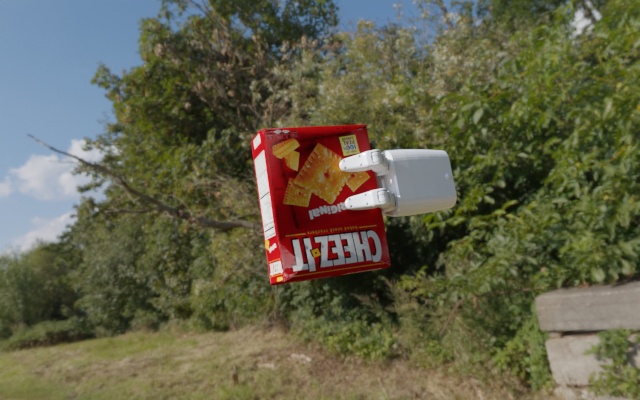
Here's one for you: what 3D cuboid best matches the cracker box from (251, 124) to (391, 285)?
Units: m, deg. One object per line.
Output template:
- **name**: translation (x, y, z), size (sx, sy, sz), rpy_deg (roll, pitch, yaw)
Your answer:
- **cracker box**: translation (0.000, 0.002, 0.683), size (0.164, 0.213, 0.072), rpy_deg (-5, -10, -22)
